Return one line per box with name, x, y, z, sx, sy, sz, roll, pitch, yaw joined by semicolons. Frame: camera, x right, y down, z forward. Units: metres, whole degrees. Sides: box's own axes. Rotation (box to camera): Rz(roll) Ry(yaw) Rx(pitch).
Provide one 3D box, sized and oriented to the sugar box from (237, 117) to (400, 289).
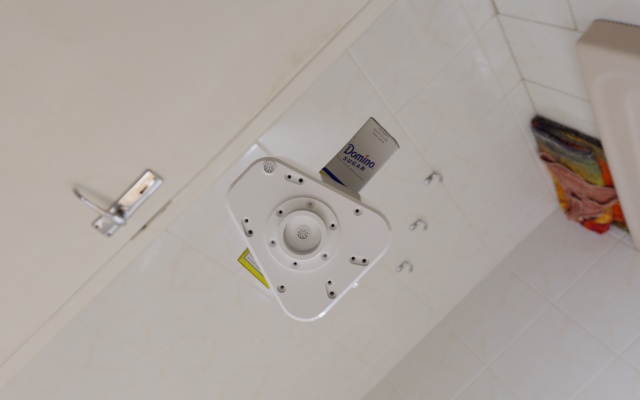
sugar box;0.000;0.002;0.466;0.176;0.048;0.093;-45;1;2
